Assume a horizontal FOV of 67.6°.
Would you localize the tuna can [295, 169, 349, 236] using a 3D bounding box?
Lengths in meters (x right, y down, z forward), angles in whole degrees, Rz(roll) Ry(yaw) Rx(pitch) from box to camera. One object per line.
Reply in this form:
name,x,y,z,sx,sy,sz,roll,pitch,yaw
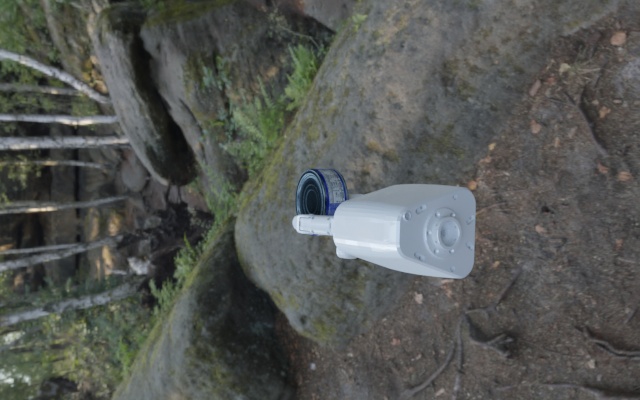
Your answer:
tuna can,0.000,0.002,0.607,0.034,0.086,0.086,-1,0,-28
